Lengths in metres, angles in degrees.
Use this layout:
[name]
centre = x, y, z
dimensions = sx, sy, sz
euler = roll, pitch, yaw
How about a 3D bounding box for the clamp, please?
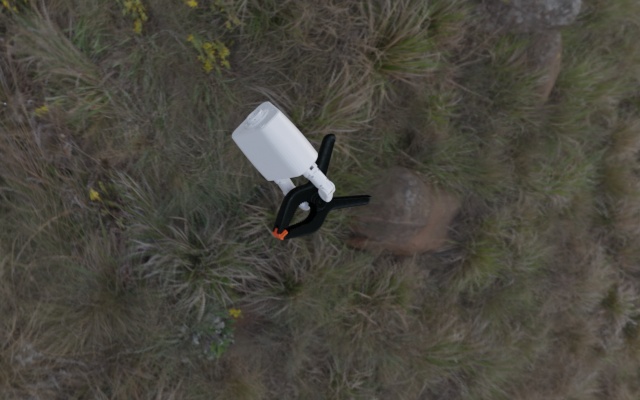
[clamp]
centre = 0.000, 0.003, 0.890
dimensions = 0.165, 0.210, 0.036
euler = 49, -17, -27
